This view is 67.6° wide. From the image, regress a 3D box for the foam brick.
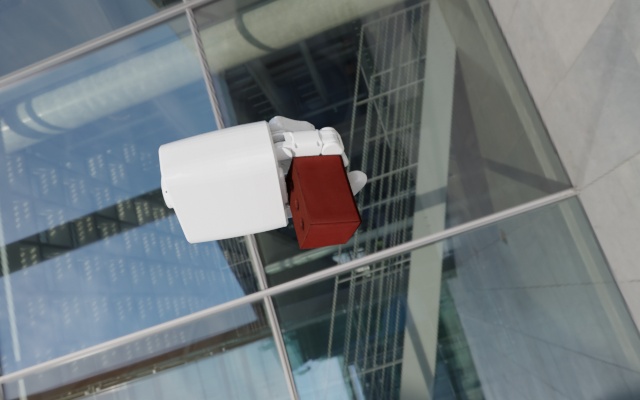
[{"bbox_3d":[0.000,0.002,0.471,0.051,0.078,0.053,-5,-29,-19],"label":"foam brick"}]
